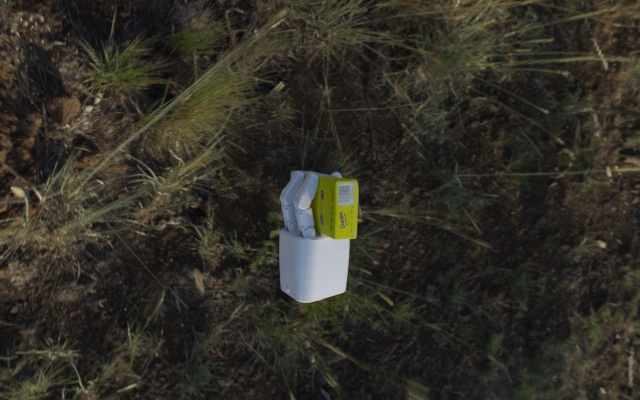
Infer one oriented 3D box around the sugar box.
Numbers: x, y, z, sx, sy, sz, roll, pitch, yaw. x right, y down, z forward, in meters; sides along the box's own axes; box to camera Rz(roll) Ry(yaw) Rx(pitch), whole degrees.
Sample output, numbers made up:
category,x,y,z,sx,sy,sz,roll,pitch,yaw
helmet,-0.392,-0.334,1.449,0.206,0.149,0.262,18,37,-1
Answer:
category,x,y,z,sx,sy,sz,roll,pitch,yaw
sugar box,0.000,0.003,0.795,0.048,0.093,0.176,-2,8,-29
